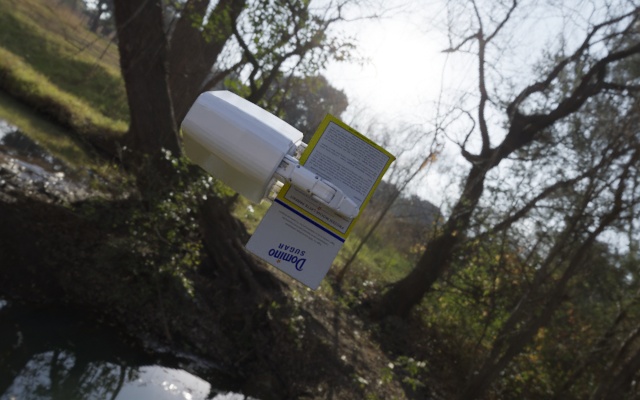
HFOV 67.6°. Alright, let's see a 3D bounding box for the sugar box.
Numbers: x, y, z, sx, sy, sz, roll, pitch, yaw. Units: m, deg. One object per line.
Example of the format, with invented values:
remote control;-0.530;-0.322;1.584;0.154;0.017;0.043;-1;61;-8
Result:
sugar box;0.000;0.002;0.540;0.093;0.176;0.048;32;-2;-2
